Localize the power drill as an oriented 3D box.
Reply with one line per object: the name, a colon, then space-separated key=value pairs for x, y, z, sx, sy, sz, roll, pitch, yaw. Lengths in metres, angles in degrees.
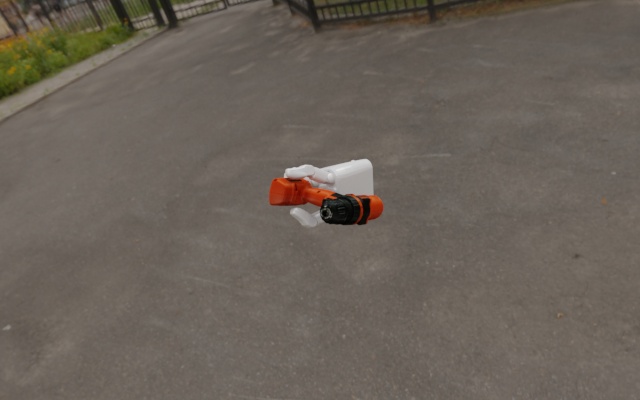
power drill: x=0.000 y=0.003 z=0.872 sx=0.187 sy=0.057 sz=0.184 roll=16 pitch=9 yaw=31
